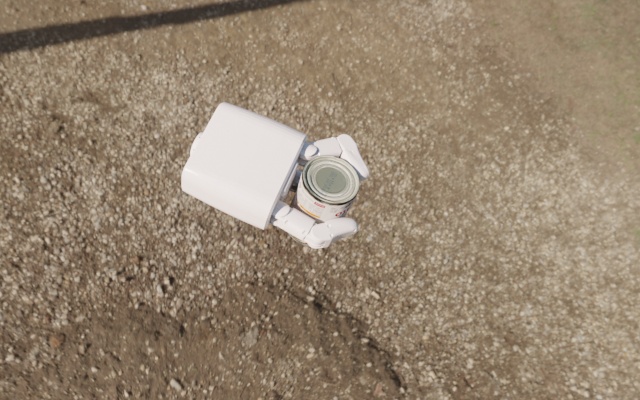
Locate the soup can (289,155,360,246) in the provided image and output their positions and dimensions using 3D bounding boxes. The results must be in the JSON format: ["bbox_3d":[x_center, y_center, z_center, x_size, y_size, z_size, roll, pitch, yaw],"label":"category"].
[{"bbox_3d":[0.001,0.002,0.563,0.068,0.068,0.102,0,-32,-16],"label":"soup can"}]
